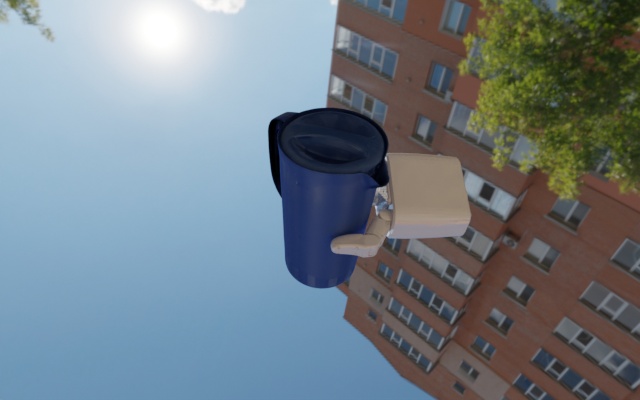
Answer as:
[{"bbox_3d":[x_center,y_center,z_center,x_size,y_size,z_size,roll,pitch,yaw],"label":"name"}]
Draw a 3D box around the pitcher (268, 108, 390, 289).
[{"bbox_3d":[0.000,0.002,0.651,0.145,0.243,0.149,1,44,-5],"label":"pitcher"}]
